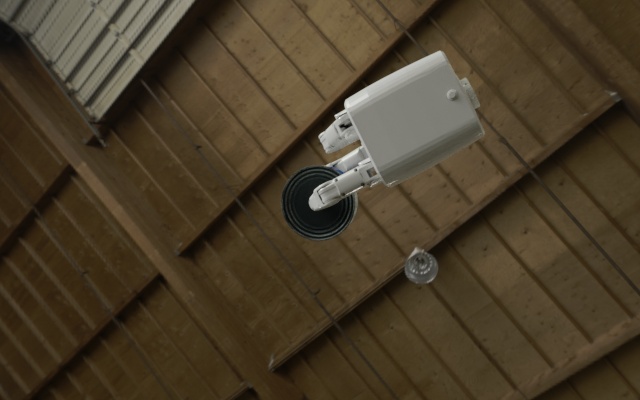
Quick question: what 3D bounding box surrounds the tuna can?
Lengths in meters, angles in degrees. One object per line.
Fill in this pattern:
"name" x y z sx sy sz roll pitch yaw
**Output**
"tuna can" 0.000 0.002 0.552 0.086 0.086 0.034 0 5 13
